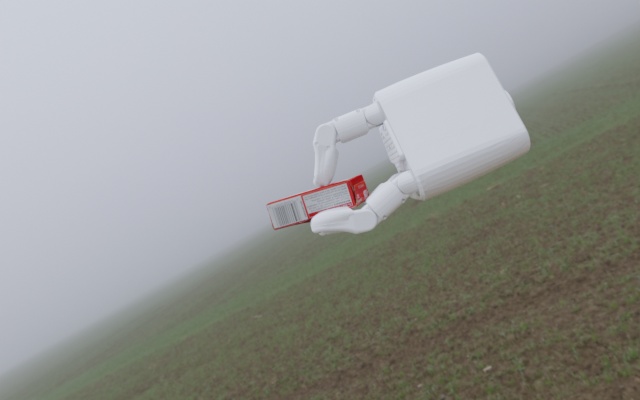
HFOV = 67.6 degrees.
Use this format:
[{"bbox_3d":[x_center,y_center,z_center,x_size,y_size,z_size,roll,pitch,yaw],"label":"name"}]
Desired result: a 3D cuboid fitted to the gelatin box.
[{"bbox_3d":[0.000,0.001,0.485,0.089,0.030,0.073,-16,2,15],"label":"gelatin box"}]
